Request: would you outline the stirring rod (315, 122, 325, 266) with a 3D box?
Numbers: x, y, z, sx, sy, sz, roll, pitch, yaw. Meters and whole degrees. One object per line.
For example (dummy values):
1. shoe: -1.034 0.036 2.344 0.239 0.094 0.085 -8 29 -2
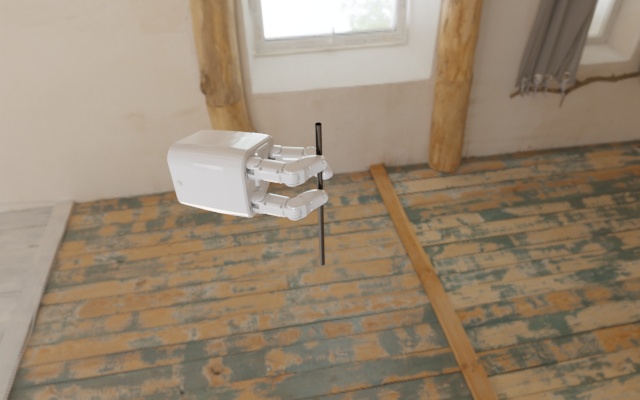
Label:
1. stirring rod: 0.000 0.002 0.646 0.011 0.240 0.011 -1 39 1
